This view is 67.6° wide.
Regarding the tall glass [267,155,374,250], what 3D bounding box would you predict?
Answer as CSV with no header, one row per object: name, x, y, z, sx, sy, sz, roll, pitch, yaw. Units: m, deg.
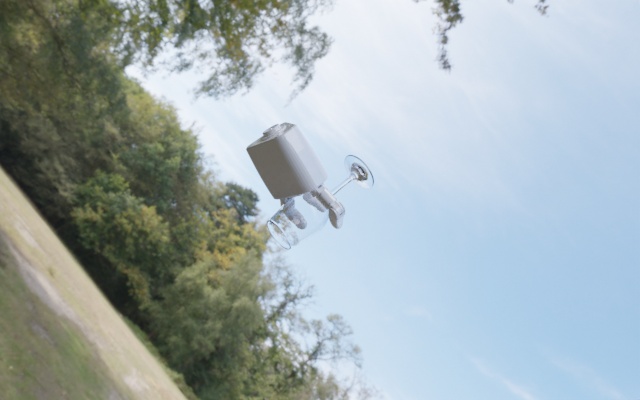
tall glass,0.001,0.003,0.849,0.201,0.079,0.079,-39,17,-23
